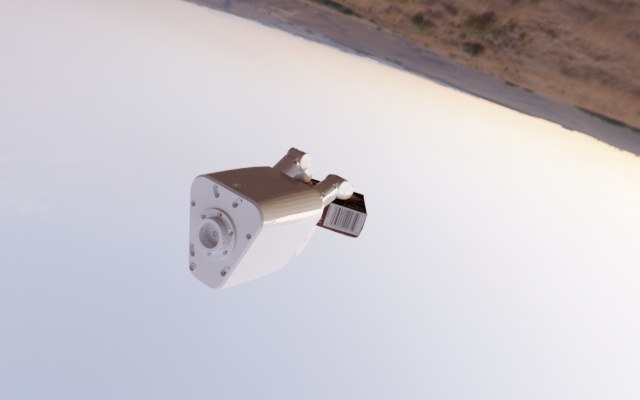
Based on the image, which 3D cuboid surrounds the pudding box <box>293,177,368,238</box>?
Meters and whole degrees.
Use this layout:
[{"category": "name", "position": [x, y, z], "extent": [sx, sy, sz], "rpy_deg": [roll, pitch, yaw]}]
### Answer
[{"category": "pudding box", "position": [0.000, 0.002, 0.607], "extent": [0.113, 0.039, 0.090], "rpy_deg": [20, 16, -3]}]
